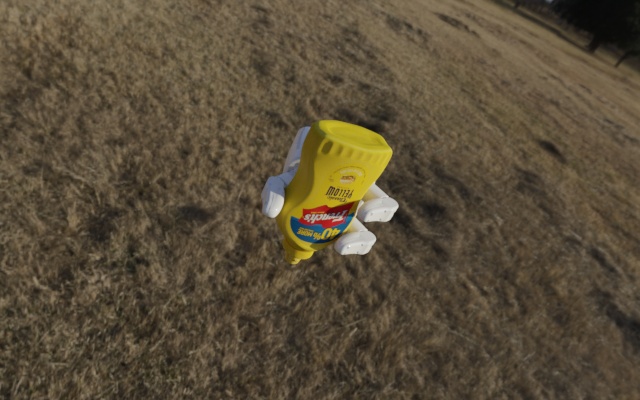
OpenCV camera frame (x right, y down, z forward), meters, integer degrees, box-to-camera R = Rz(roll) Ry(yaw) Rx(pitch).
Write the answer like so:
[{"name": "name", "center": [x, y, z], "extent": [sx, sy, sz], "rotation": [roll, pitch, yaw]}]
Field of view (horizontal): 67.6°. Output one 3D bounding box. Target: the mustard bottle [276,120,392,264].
[{"name": "mustard bottle", "center": [0.000, 0.002, 0.562], "extent": [0.096, 0.192, 0.058], "rotation": [7, 36, -31]}]
